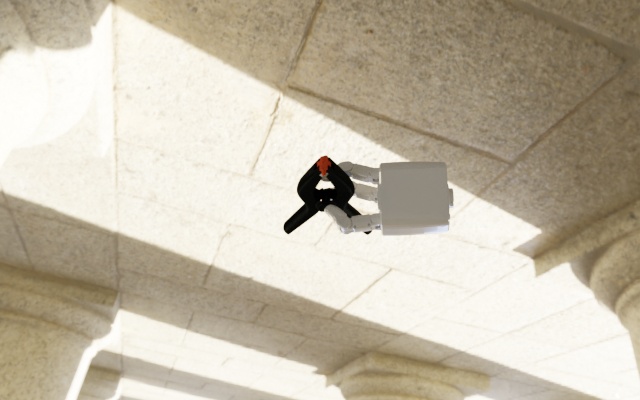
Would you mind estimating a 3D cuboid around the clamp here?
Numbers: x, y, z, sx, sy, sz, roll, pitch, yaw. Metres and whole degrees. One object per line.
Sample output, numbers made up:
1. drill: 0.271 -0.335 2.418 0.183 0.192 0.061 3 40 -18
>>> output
1. clamp: 0.000 0.003 0.808 0.164 0.036 0.210 -5 -35 8
